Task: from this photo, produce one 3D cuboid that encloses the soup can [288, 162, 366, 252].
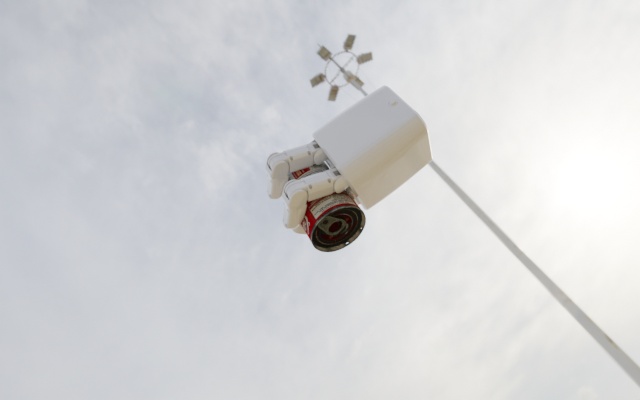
[{"bbox_3d":[0.000,0.002,0.566,0.068,0.068,0.102,0,38,-32],"label":"soup can"}]
